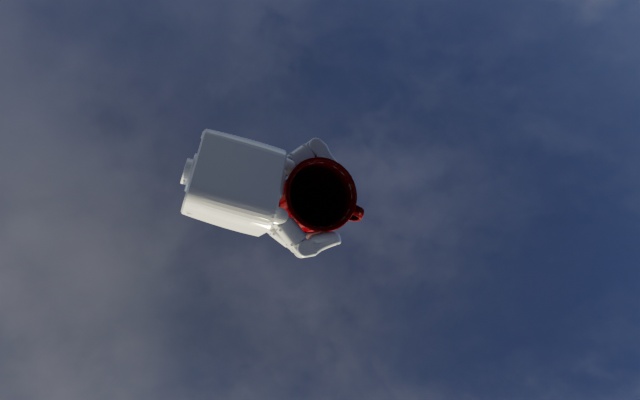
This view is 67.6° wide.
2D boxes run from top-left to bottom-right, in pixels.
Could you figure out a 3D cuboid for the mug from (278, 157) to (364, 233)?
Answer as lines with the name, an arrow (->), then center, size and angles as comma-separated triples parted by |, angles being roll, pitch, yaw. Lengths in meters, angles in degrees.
mug -> 0.001, 0.002, 0.622 | 0.117, 0.093, 0.081 | 18, -14, -16
